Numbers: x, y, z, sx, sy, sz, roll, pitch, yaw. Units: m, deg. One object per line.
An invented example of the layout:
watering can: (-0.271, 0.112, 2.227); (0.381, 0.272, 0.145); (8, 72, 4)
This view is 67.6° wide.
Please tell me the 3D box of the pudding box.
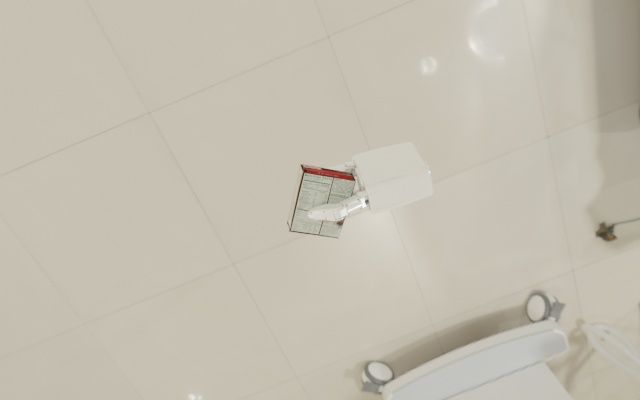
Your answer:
pudding box: (0.000, 0.003, 0.787); (0.090, 0.113, 0.039); (10, 21, -12)
